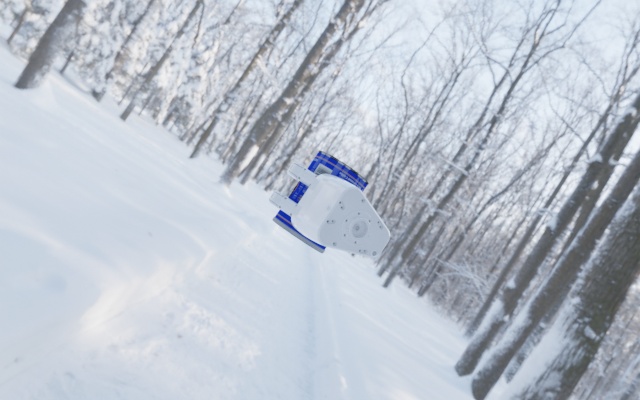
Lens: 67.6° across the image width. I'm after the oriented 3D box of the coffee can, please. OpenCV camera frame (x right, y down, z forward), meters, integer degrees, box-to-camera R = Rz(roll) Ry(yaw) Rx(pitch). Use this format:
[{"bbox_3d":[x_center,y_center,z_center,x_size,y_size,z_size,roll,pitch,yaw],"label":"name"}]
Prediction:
[{"bbox_3d":[0.000,0.003,0.800,0.103,0.140,0.103,34,-3,2],"label":"coffee can"}]
